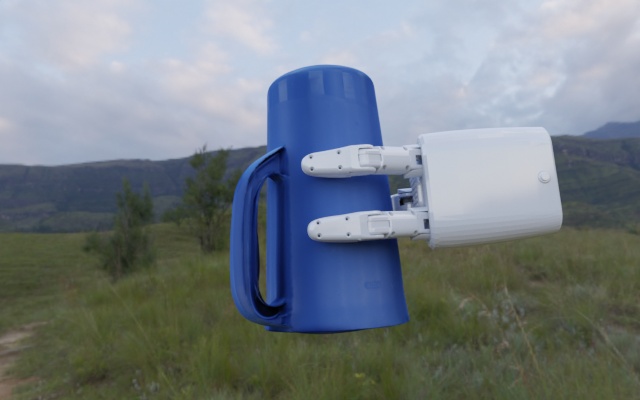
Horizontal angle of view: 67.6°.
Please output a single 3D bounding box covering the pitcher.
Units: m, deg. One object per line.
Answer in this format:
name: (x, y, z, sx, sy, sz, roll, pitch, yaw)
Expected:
pitcher: (0.000, 0.001, 0.452, 0.145, 0.242, 0.149, -5, -10, 5)
